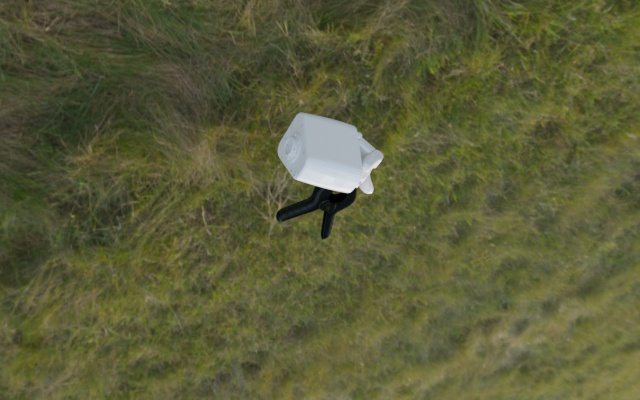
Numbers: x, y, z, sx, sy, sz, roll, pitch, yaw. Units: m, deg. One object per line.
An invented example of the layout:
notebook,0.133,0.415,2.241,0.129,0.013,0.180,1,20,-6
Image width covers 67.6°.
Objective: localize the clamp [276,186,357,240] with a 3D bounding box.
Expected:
clamp,0.000,0.003,0.869,0.120,0.039,0.171,13,-51,-30
